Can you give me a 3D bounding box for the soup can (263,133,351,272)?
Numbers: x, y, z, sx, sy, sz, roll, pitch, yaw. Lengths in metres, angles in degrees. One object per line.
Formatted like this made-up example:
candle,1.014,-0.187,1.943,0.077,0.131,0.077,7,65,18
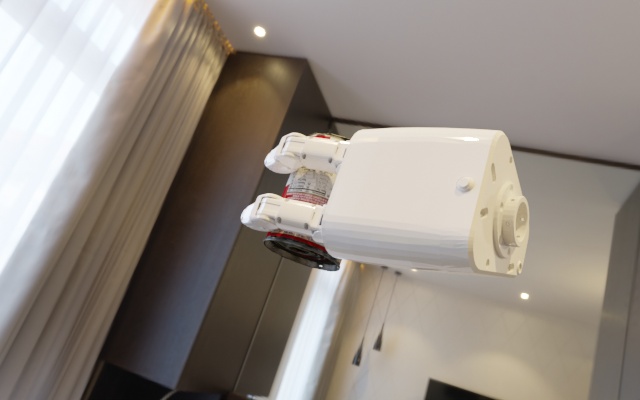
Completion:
soup can,0.000,0.001,0.414,0.068,0.102,0.068,18,-18,6
